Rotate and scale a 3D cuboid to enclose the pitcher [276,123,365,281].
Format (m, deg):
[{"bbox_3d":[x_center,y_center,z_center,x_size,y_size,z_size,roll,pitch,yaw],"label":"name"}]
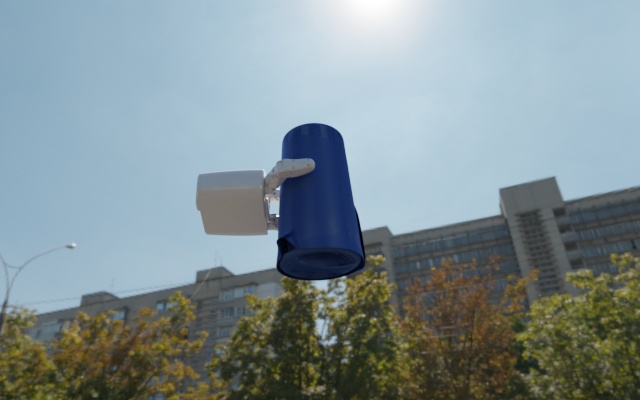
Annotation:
[{"bbox_3d":[0.000,0.003,0.780,0.145,0.242,0.149,-2,-29,-2],"label":"pitcher"}]
